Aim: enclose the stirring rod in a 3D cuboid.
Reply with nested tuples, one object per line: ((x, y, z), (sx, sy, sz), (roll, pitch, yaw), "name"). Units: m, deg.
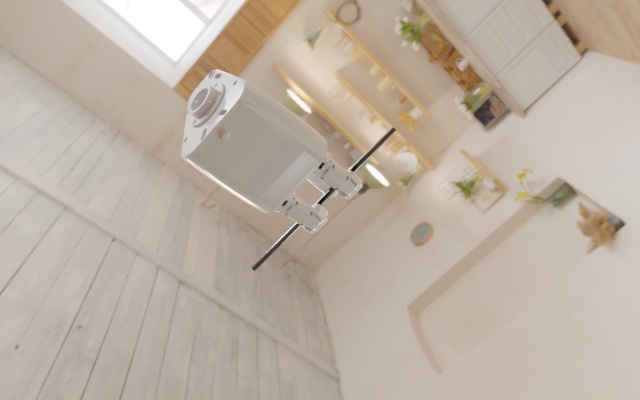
((0.000, 0.002, 0.562), (0.239, 0.011, 0.011), (-45, -13, 14), "stirring rod")
